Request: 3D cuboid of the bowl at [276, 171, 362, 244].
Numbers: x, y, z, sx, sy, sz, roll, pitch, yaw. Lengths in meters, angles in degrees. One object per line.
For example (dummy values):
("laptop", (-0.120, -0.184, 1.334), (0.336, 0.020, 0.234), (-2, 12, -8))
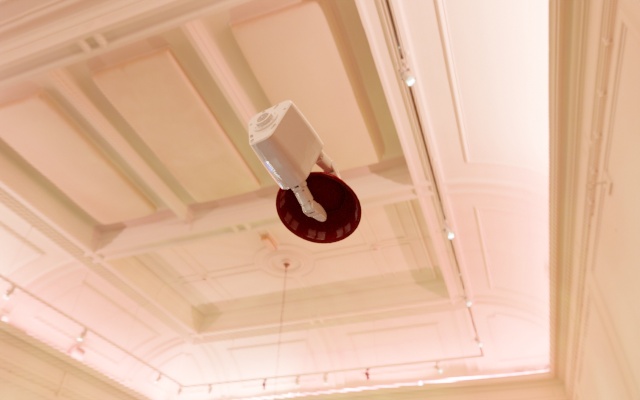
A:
("bowl", (0.001, 0.004, 0.899), (0.162, 0.162, 0.055), (0, 34, 13))
